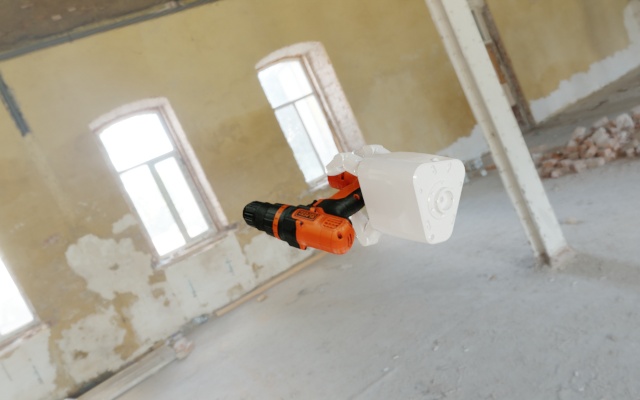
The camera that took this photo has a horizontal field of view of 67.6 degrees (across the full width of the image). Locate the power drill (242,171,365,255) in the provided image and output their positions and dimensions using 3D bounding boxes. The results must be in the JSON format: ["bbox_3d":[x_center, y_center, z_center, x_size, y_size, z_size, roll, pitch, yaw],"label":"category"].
[{"bbox_3d":[0.001,0.002,0.720,0.184,0.057,0.187,15,40,31],"label":"power drill"}]
